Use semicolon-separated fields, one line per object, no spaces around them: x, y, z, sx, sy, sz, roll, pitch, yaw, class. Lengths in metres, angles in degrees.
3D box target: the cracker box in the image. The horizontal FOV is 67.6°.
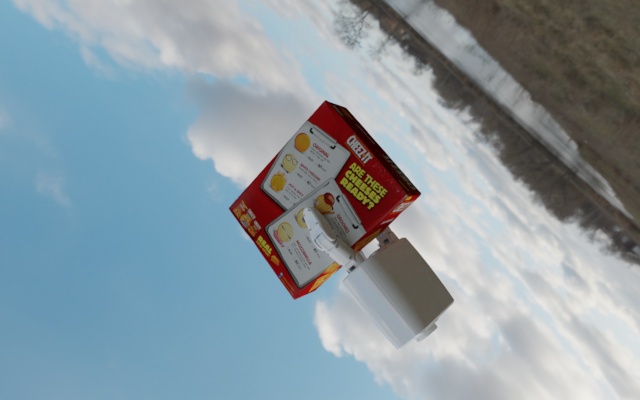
0.000;0.002;0.642;0.214;0.164;0.072;-45;-17;22;cracker box
